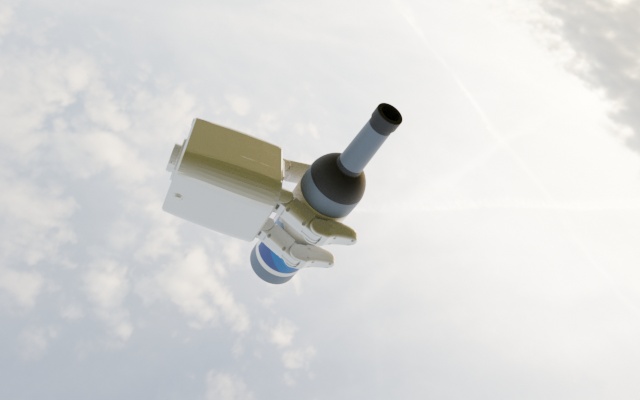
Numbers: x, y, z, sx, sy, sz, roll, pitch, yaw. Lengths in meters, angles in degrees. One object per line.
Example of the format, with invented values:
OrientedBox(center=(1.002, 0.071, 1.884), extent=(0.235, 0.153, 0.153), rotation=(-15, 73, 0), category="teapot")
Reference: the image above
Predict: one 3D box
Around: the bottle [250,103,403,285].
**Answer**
OrientedBox(center=(0.000, 0.002, 0.541), extent=(0.069, 0.069, 0.296), rotation=(0, -34, -32), category="bottle")
